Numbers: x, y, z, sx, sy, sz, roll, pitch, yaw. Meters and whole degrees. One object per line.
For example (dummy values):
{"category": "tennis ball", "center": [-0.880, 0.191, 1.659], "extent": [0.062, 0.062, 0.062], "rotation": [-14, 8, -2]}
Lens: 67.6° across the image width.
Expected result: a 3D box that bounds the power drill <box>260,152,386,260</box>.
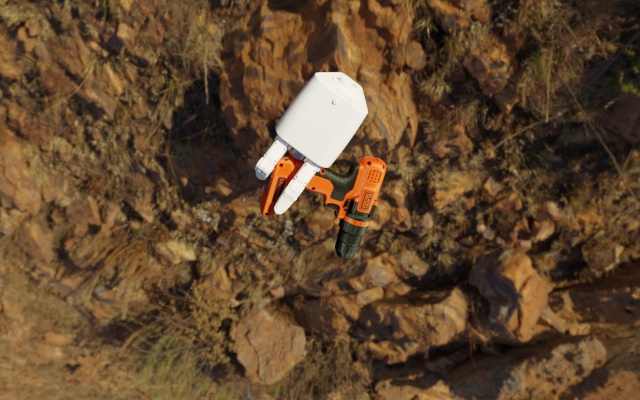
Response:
{"category": "power drill", "center": [0.000, 0.002, 0.783], "extent": [0.187, 0.184, 0.057], "rotation": [11, 17, -17]}
